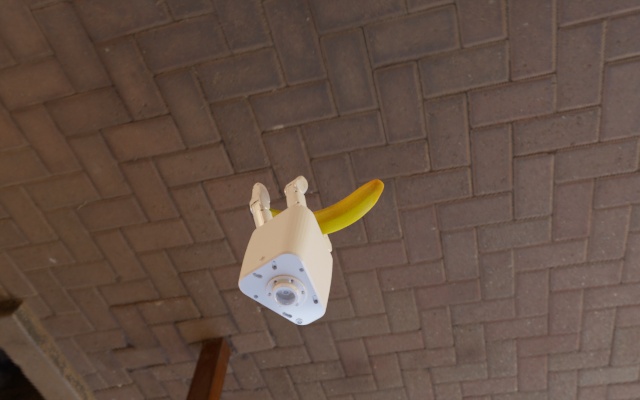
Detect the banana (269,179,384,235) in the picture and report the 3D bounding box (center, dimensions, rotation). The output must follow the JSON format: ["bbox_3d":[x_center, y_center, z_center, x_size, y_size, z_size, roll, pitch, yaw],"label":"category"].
[{"bbox_3d":[0.002,0.019,0.709,0.198,0.070,0.037,-10,25,12],"label":"banana"}]
